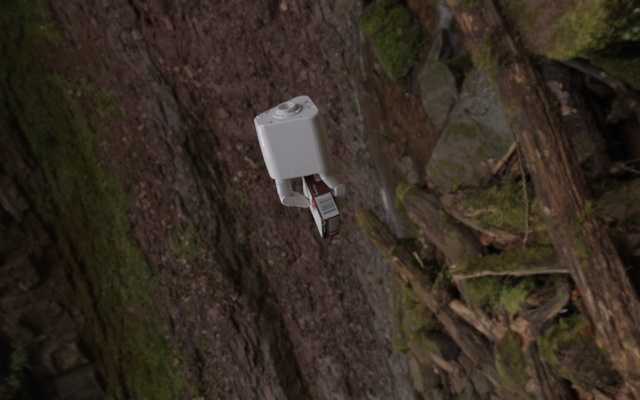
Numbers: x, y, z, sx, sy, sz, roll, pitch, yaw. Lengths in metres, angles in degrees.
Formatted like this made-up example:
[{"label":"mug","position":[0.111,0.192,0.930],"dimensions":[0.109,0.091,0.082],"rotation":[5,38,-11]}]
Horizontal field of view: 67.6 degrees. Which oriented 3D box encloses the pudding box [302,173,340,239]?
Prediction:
[{"label":"pudding box","position":[0.000,0.003,0.891],"dimensions":[0.039,0.113,0.090],"rotation":[-18,-26,-7]}]
